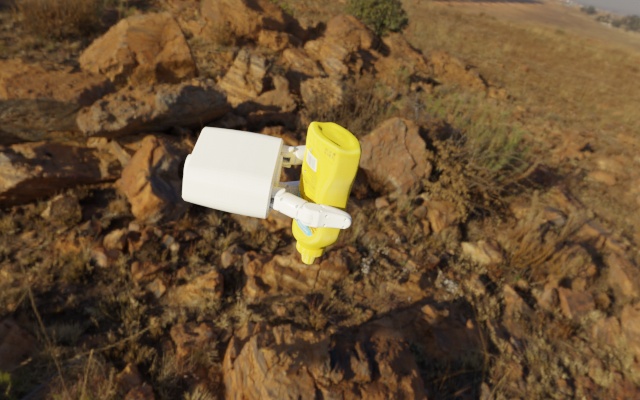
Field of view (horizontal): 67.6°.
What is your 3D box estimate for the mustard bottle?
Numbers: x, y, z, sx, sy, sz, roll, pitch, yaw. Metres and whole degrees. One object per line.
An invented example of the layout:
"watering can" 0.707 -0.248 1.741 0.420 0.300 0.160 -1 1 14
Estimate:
"mustard bottle" 0.000 0.002 0.624 0.058 0.192 0.096 -2 31 -25
